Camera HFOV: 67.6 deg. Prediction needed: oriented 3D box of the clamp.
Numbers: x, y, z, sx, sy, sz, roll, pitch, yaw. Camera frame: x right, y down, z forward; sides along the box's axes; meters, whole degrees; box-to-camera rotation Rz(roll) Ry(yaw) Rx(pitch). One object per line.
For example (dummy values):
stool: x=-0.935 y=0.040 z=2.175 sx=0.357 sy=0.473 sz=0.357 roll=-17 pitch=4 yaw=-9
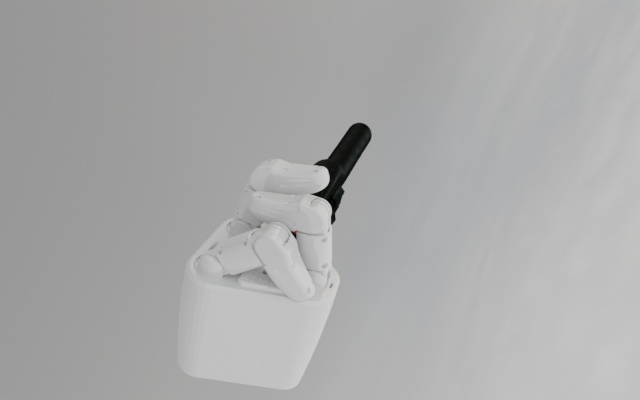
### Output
clamp: x=0.001 y=0.002 z=0.445 sx=0.039 sy=0.120 sz=0.171 roll=22 pitch=30 yaw=13
